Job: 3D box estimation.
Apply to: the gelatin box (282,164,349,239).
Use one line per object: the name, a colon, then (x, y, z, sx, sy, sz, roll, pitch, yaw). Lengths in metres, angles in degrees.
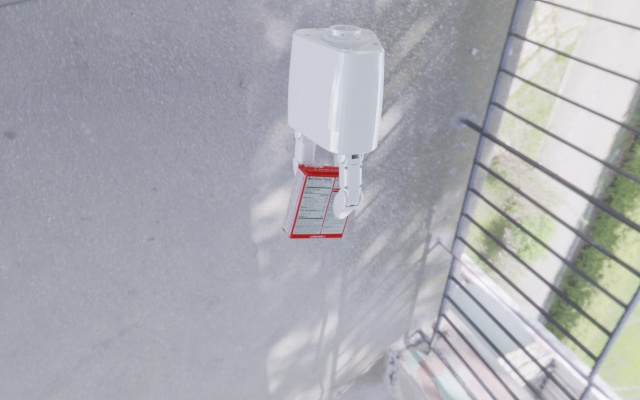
gelatin box: (0.000, 0.002, 0.572, 0.073, 0.089, 0.030, 1, 27, -29)
